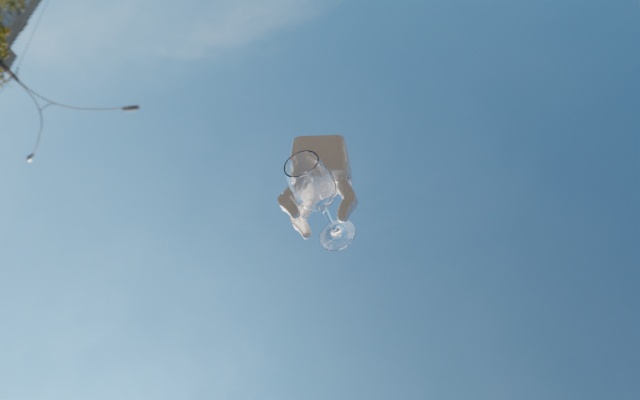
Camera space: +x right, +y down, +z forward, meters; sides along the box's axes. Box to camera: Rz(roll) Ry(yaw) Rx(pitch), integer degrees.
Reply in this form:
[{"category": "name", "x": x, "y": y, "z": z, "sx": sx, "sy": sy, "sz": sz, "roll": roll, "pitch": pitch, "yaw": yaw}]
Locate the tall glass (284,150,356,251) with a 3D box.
[{"category": "tall glass", "x": 0.000, "y": 0.003, "z": 0.852, "sx": 0.079, "sy": 0.079, "sz": 0.201, "roll": 0, "pitch": -40, "yaw": 25}]
